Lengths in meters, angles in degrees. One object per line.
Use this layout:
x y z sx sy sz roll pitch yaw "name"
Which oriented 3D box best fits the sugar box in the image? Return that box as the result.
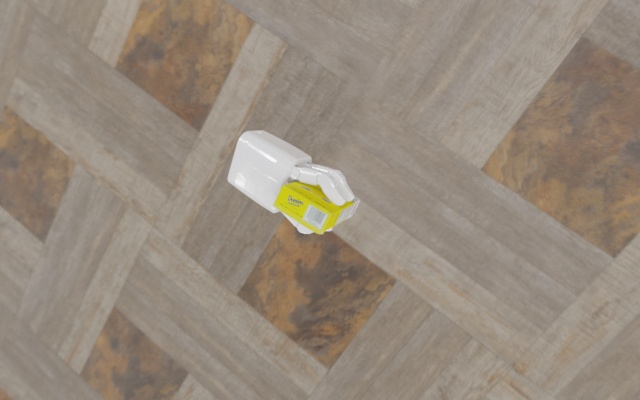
0.000 0.002 0.811 0.093 0.048 0.176 31 19 12 "sugar box"
